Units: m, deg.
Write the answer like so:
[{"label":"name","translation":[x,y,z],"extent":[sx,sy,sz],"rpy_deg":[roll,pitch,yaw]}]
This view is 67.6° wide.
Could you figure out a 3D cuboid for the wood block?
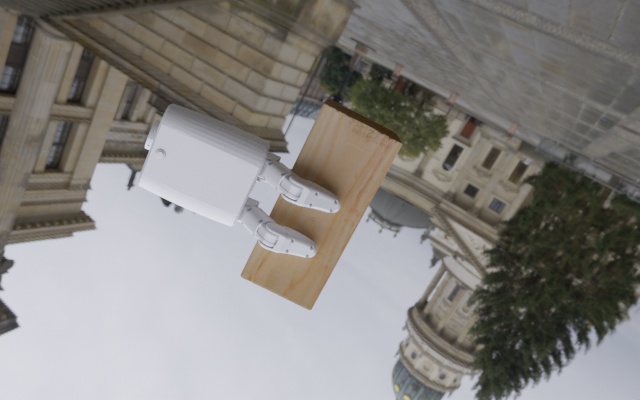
[{"label":"wood block","translation":[0.000,0.002,0.533],"extent":[0.090,0.206,0.090],"rpy_deg":[26,16,-4]}]
